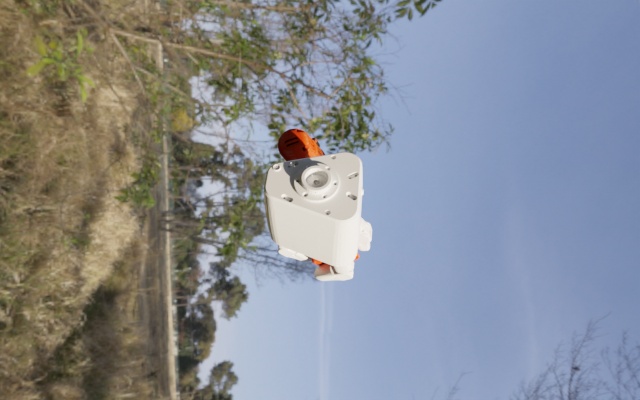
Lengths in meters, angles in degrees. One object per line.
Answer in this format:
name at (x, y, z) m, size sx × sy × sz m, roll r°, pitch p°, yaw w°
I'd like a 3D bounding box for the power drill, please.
power drill at (0.000, 0.003, 0.699) m, size 0.057 × 0.187 × 0.184 m, roll -21°, pitch -15°, yaw 10°
